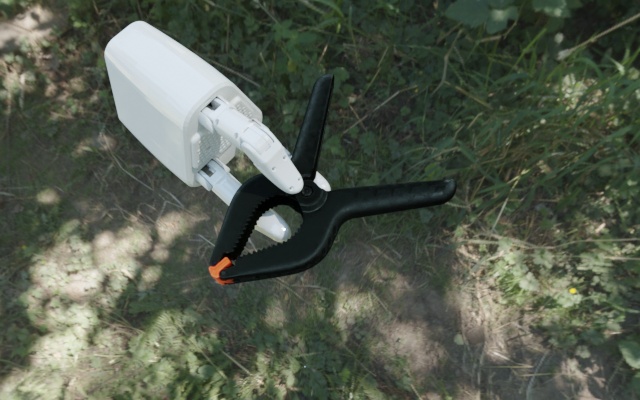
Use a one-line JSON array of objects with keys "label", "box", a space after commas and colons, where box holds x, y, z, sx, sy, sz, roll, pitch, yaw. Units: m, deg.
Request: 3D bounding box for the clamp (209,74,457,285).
[{"label": "clamp", "box": [-0.001, 0.001, 0.403, 0.164, 0.210, 0.036, 38, -16, 17]}]
